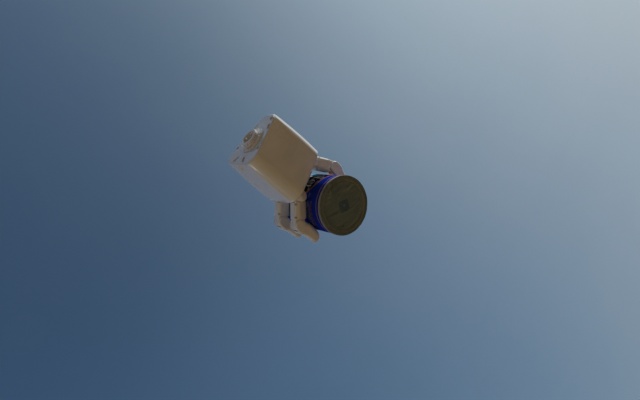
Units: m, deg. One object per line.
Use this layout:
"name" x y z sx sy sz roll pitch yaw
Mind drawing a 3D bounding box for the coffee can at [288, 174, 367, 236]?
"coffee can" 0.000 0.003 0.856 0.103 0.103 0.140 0 5 -36
